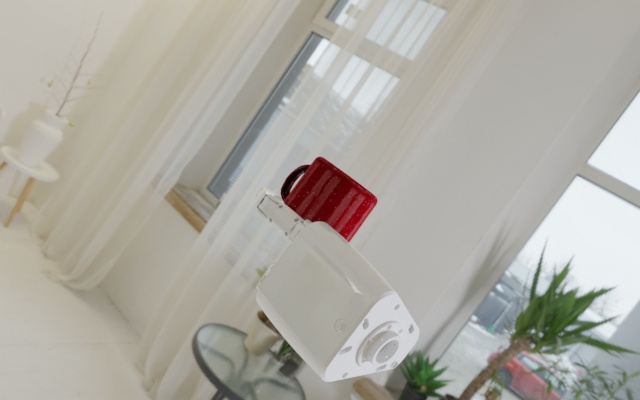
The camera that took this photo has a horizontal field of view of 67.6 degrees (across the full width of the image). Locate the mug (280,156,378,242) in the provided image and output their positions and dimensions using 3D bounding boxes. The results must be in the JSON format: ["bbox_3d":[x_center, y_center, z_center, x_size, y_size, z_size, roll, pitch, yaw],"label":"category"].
[{"bbox_3d":[-0.001,0.001,0.518,0.093,0.081,0.117,30,8,-47],"label":"mug"}]
